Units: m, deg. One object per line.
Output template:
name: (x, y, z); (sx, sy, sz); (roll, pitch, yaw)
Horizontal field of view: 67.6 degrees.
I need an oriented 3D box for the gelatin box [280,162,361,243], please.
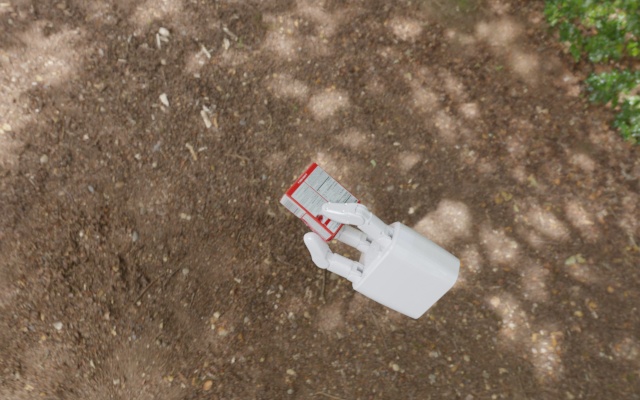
gelatin box: (0.000, 0.002, 0.660); (0.073, 0.089, 0.030); (-50, 3, -34)
